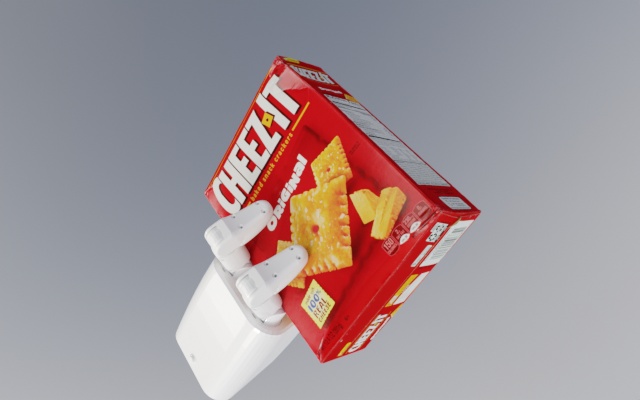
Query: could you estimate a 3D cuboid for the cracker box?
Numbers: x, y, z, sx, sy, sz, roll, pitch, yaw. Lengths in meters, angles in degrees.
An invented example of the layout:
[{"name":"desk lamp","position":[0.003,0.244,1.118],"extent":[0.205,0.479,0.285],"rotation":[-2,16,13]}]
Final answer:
[{"name":"cracker box","position":[0.000,0.001,0.418],"extent":[0.072,0.164,0.213],"rotation":[2,39,-50]}]
